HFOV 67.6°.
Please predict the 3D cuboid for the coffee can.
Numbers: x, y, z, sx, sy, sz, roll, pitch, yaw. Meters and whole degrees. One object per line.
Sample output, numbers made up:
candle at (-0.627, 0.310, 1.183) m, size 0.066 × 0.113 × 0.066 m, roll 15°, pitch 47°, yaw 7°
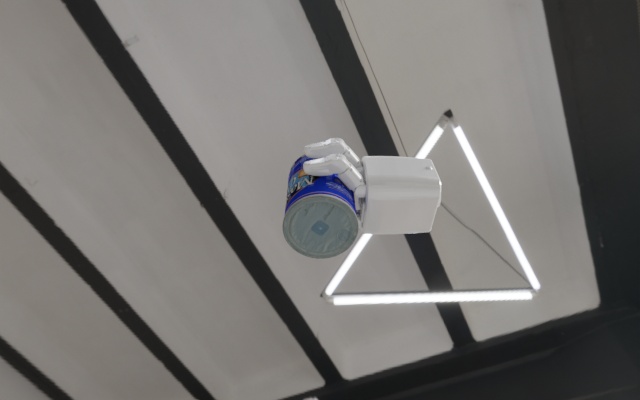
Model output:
coffee can at (0.000, 0.002, 0.701) m, size 0.103 × 0.103 × 0.140 m, roll 0°, pitch 31°, yaw 0°
